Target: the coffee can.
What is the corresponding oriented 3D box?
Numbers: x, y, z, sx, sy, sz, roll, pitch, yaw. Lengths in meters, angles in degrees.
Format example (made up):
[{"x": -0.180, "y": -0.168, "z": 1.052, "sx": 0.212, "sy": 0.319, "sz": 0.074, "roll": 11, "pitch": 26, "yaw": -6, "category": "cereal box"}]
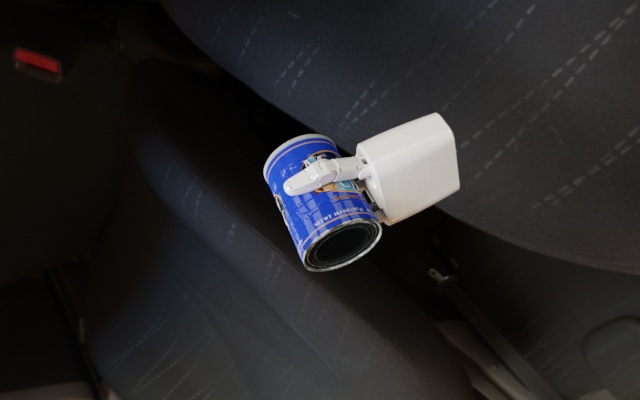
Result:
[{"x": 0.000, "y": 0.002, "z": 0.596, "sx": 0.103, "sy": 0.140, "sz": 0.103, "roll": -19, "pitch": -32, "yaw": -13, "category": "coffee can"}]
